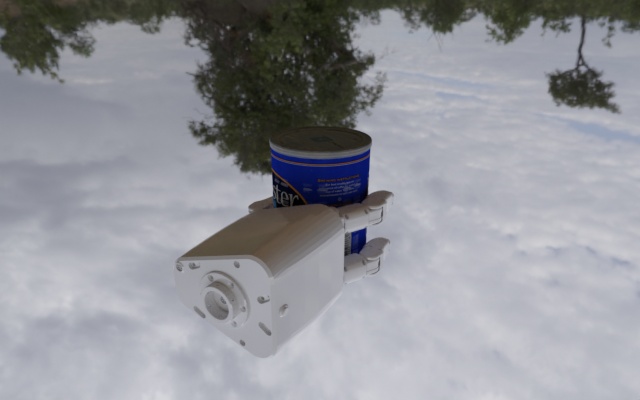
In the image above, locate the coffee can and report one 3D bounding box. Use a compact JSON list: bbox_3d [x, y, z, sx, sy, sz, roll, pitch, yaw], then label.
[{"bbox_3d":[0.000,0.001,0.504,0.103,0.140,0.102,0,22,0],"label":"coffee can"}]
